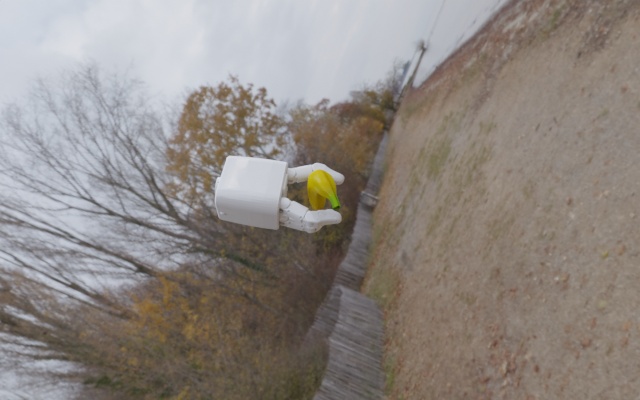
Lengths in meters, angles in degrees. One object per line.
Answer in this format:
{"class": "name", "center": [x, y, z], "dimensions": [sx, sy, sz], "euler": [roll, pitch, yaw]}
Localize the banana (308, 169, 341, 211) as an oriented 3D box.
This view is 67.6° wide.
{"class": "banana", "center": [-0.001, -0.016, 0.804], "dimensions": [0.037, 0.069, 0.198], "euler": [-6, -1, -7]}
